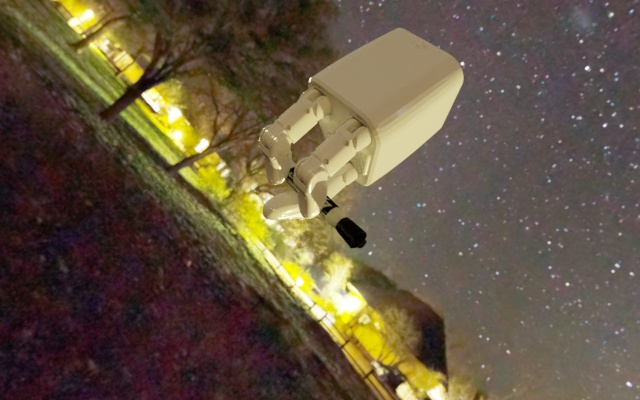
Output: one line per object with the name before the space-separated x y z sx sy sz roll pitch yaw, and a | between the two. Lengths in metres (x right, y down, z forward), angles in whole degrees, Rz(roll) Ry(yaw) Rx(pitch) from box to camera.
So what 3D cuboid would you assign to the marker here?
marker | 0.000 0.001 0.437 0.020 0.020 0.121 0 36 -48
